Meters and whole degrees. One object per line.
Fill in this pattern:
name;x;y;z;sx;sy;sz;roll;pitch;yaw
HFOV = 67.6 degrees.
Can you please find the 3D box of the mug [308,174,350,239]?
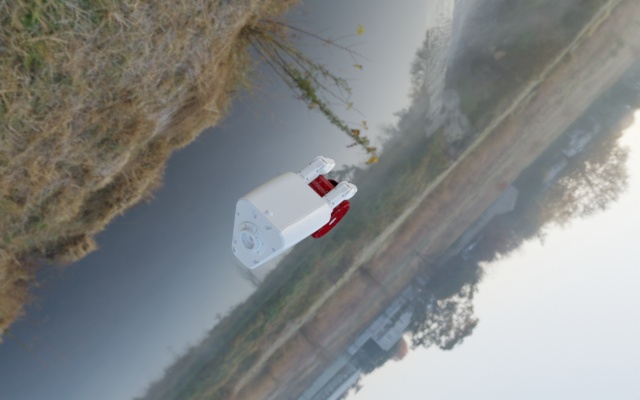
mug;0.001;0.002;0.781;0.117;0.081;0.093;-32;-18;-46
